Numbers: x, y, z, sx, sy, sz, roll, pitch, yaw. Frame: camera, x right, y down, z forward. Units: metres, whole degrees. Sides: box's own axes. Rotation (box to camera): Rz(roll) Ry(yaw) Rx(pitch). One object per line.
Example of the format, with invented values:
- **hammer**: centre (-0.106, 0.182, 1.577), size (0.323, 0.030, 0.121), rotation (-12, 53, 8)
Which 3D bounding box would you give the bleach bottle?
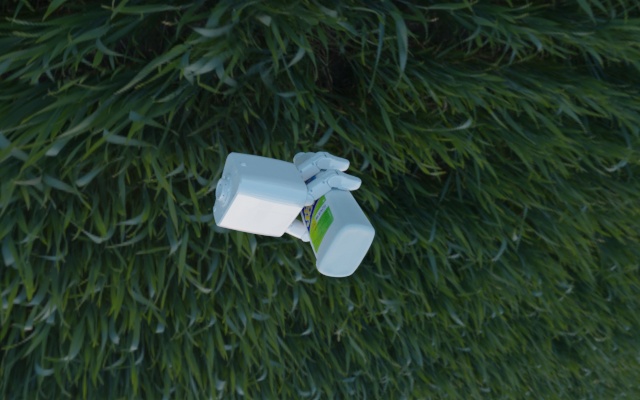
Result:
- **bleach bottle**: centre (0.000, 0.002, 0.778), size (0.068, 0.103, 0.250), rotation (12, 29, -29)
